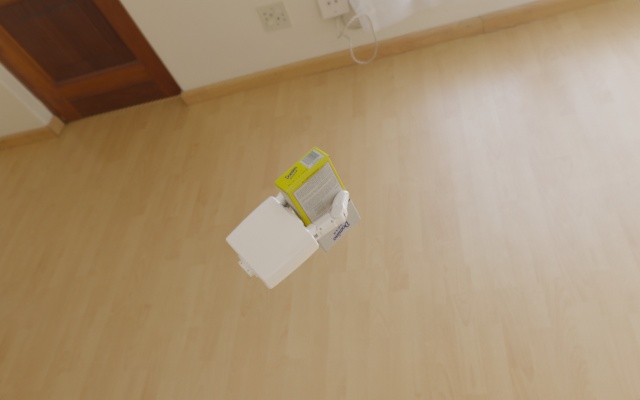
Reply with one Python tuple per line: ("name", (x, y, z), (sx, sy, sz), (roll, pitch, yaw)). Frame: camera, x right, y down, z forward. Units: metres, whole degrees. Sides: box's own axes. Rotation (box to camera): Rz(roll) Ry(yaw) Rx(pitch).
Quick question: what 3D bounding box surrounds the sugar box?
("sugar box", (0.000, 0.002, 0.815), (0.048, 0.093, 0.176), (38, -15, 39))
